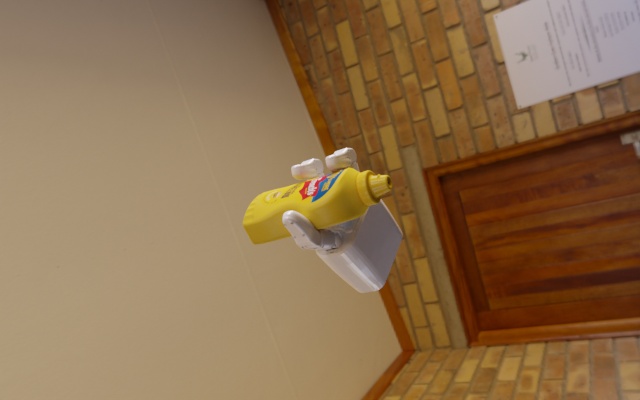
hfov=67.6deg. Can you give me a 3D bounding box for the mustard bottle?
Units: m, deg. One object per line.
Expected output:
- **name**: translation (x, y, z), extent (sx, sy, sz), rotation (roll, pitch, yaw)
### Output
- **mustard bottle**: translation (0.000, 0.002, 0.598), extent (0.191, 0.058, 0.096), rotation (-15, 20, 30)
